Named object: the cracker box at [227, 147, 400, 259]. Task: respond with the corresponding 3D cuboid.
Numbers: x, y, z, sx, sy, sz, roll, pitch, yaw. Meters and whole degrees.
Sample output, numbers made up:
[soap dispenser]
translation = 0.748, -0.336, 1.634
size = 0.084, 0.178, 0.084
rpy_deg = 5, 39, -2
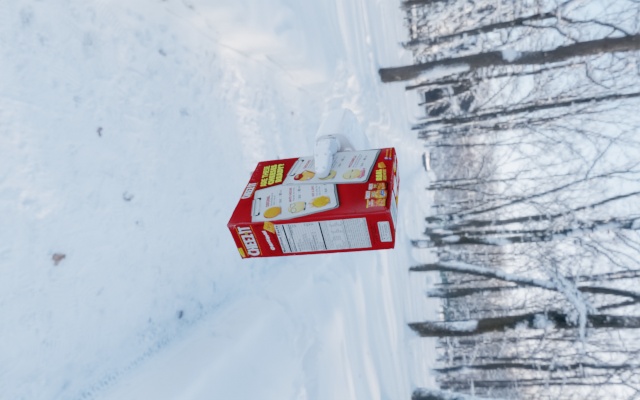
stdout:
[cracker box]
translation = 0.000, 0.002, 0.668
size = 0.214, 0.072, 0.164
rpy_deg = -6, 33, 15
